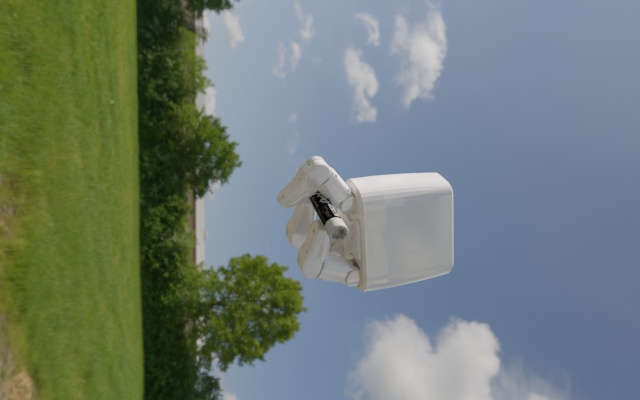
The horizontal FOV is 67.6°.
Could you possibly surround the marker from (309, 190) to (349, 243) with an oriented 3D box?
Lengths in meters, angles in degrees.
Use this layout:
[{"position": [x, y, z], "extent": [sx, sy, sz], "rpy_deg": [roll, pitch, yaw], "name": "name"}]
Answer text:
[{"position": [0.000, 0.002, 0.478], "extent": [0.020, 0.020, 0.121], "rpy_deg": [0, 28, -18], "name": "marker"}]
